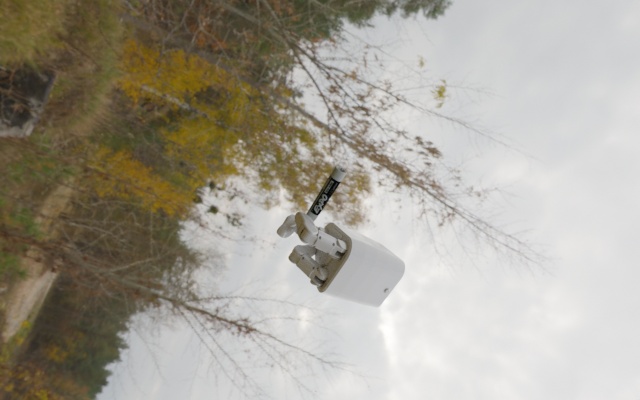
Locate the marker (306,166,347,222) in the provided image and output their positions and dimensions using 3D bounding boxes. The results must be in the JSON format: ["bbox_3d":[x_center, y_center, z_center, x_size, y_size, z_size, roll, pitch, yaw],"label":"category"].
[{"bbox_3d":[0.000,0.002,0.706,0.020,0.121,0.020,27,24,-13],"label":"marker"}]
